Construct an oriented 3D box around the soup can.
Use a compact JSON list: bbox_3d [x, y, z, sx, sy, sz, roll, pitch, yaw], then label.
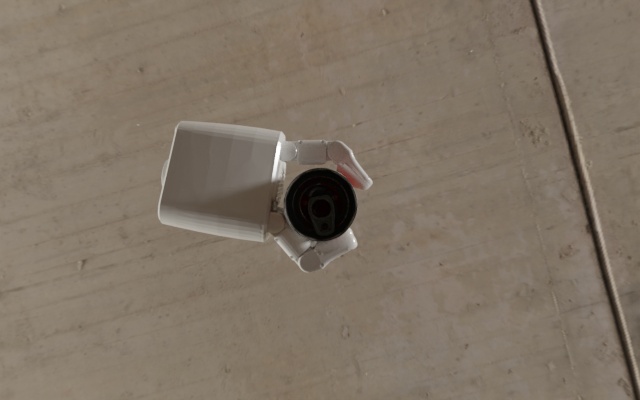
[{"bbox_3d":[0.001,0.002,0.485,0.068,0.068,0.102,0,3,0],"label":"soup can"}]
